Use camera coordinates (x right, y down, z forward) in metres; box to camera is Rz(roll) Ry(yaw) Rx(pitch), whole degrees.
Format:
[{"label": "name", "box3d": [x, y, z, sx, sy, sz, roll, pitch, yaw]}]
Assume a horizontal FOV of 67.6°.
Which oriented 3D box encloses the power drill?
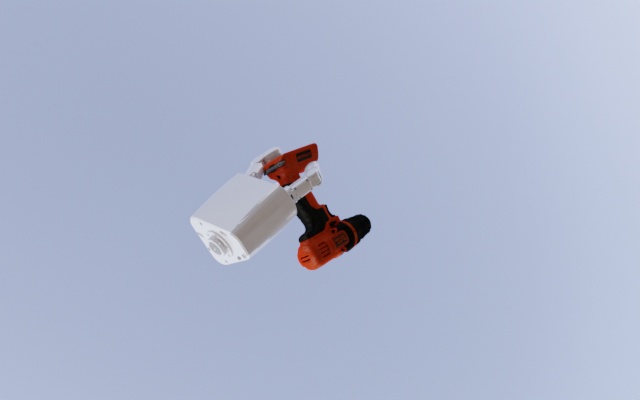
[{"label": "power drill", "box3d": [0.000, 0.002, 0.784, 0.057, 0.187, 0.184, -28, -1, 37]}]
